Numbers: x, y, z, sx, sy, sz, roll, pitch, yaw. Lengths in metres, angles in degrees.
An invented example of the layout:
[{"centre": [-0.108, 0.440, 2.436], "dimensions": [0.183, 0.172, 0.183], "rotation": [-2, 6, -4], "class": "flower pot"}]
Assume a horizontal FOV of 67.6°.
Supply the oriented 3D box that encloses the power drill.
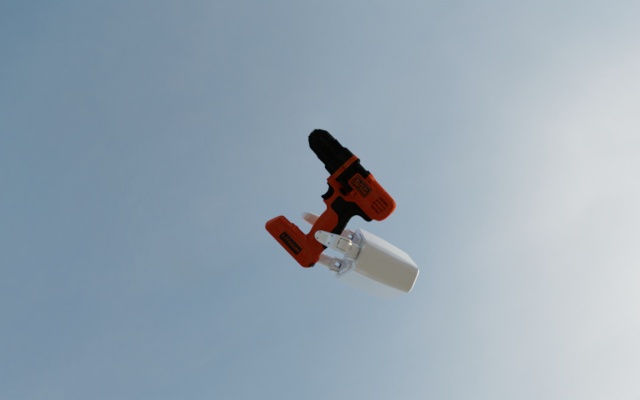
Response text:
[{"centre": [0.000, 0.003, 0.779], "dimensions": [0.188, 0.184, 0.057], "rotation": [-43, -2, 10], "class": "power drill"}]
